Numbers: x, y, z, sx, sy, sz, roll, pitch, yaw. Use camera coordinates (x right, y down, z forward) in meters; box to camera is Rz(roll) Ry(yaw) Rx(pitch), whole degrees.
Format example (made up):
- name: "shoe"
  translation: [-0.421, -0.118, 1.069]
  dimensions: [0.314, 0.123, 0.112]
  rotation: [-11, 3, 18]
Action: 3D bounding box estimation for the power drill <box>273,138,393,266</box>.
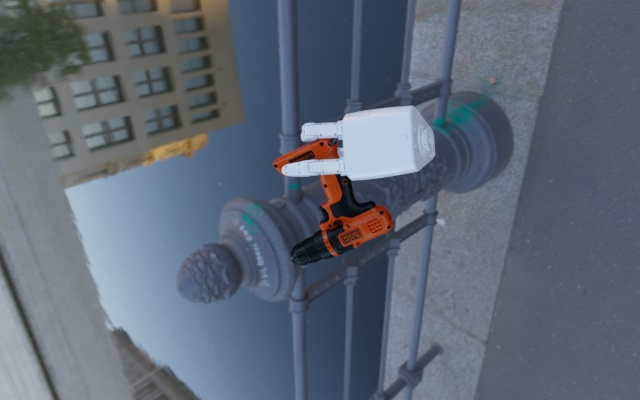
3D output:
- name: "power drill"
  translation: [0.000, 0.002, 0.773]
  dimensions: [0.184, 0.188, 0.057]
  rotation: [-25, 11, 17]
